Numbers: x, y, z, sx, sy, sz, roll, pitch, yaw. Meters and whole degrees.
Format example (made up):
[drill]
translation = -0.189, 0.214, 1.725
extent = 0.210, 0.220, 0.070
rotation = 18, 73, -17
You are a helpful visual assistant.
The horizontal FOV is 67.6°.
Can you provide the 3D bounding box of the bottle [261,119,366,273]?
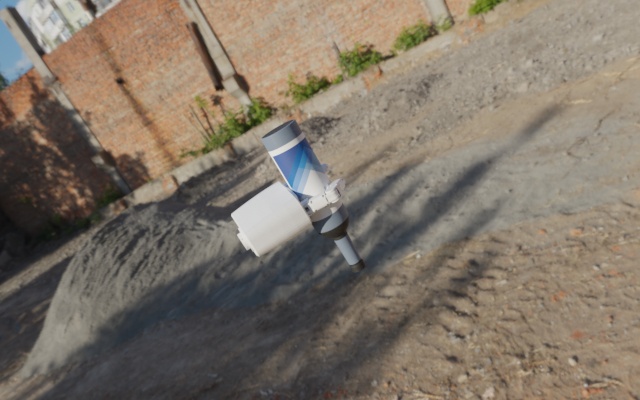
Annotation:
[bottle]
translation = 0.000, 0.002, 0.837
extent = 0.069, 0.296, 0.069
rotation = -28, 17, 9
